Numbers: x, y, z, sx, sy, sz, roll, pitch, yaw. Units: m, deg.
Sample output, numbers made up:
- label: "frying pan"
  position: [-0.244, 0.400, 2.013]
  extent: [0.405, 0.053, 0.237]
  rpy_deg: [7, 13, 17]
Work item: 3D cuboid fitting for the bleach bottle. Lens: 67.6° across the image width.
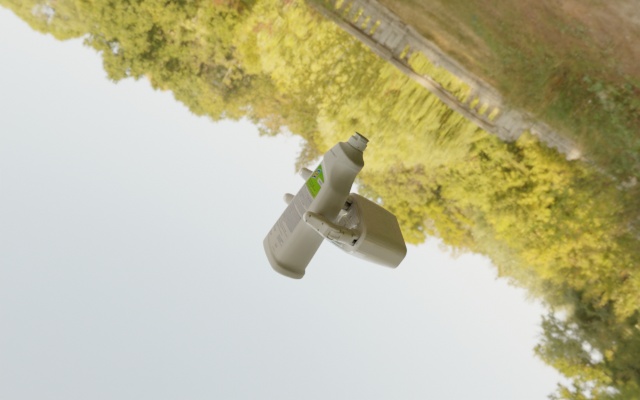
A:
- label: "bleach bottle"
  position: [0.000, 0.003, 0.779]
  extent: [0.068, 0.251, 0.102]
  rpy_deg: [24, 19, -32]
